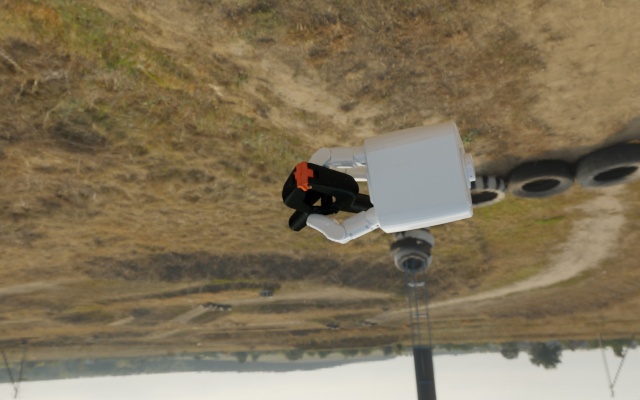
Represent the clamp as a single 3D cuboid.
[{"bbox_3d":[0.000,0.003,0.616,0.164,0.036,0.210,-12,-19,21],"label":"clamp"}]
